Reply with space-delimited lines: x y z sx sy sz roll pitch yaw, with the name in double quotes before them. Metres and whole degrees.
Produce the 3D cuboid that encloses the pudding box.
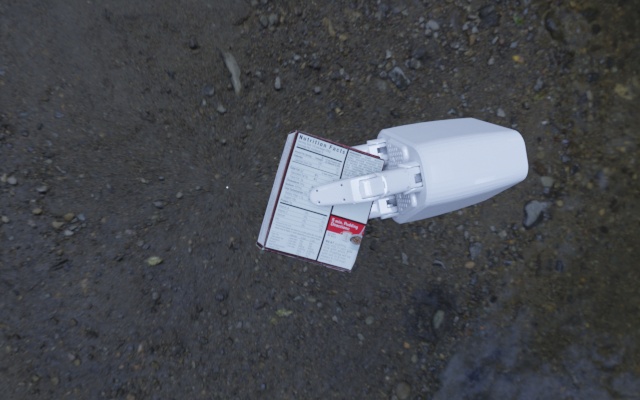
"pudding box" 0.000 0.001 0.440 0.090 0.113 0.039 17 -3 -14
